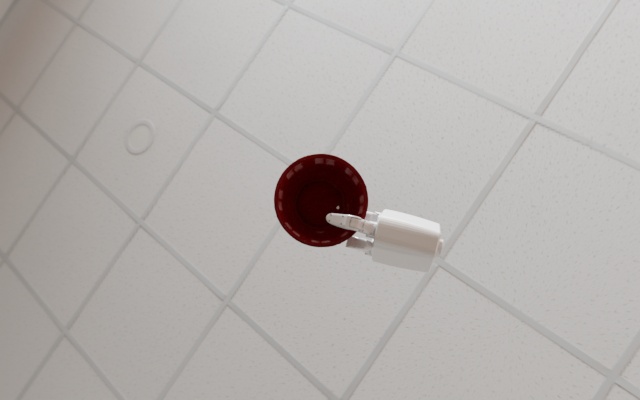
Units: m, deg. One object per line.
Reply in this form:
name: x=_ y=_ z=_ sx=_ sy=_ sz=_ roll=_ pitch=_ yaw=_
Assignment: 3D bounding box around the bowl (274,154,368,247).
bowl: x=-0.001 y=0.002 z=0.836 sx=0.162 sy=0.162 sz=0.055 roll=0 pitch=-9 yaw=-3
